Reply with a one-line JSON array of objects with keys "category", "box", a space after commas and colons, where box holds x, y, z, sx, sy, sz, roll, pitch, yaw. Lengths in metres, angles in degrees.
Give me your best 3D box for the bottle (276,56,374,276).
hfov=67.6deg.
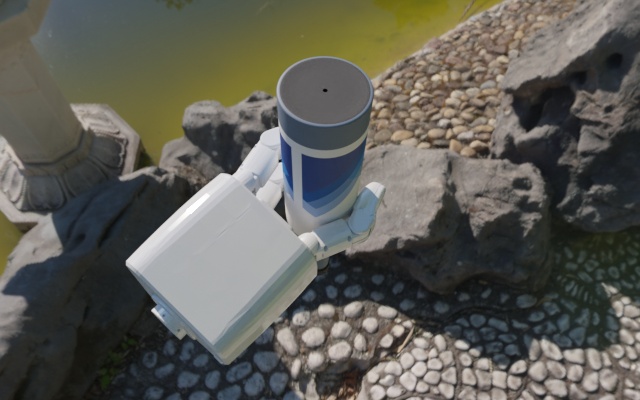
[{"category": "bottle", "box": [0.000, 0.001, 0.449, 0.069, 0.069, 0.296, 0, -31, -1]}]
